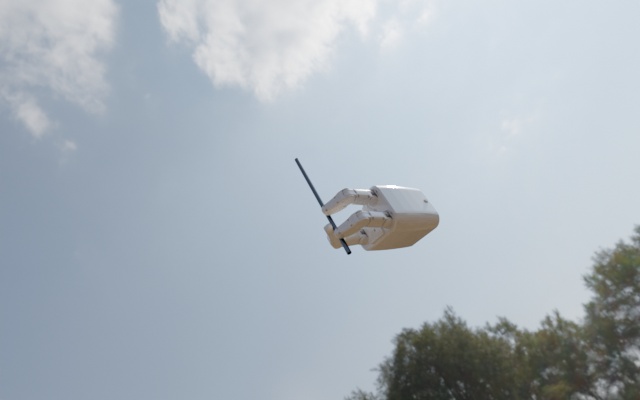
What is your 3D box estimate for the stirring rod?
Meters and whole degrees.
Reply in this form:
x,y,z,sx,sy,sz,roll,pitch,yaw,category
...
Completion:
x,y,z,sx,sy,sz,roll,pitch,yaw,category
0.000,0.003,0.832,0.011,0.011,0.239,0,42,-31,stirring rod
